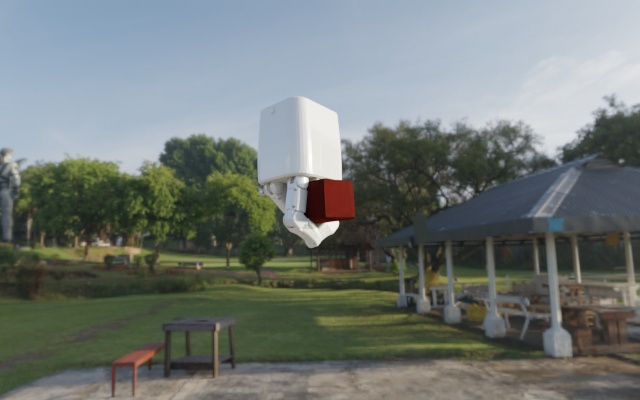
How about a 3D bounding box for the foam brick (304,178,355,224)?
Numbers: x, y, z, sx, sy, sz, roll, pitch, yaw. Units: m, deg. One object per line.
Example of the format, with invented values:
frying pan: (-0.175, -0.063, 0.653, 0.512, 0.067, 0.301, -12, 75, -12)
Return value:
foam brick: (0.000, 0.002, 0.635, 0.053, 0.051, 0.078, 5, -10, -41)
